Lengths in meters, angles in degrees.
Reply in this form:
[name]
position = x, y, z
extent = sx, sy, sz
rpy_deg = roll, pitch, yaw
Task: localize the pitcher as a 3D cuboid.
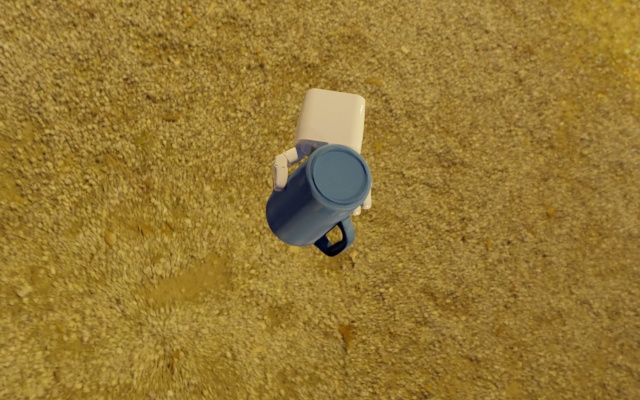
[pitcher]
position = 0.000, 0.002, 0.822
extent = 0.149, 0.145, 0.243
rpy_deg = 15, -19, -14
